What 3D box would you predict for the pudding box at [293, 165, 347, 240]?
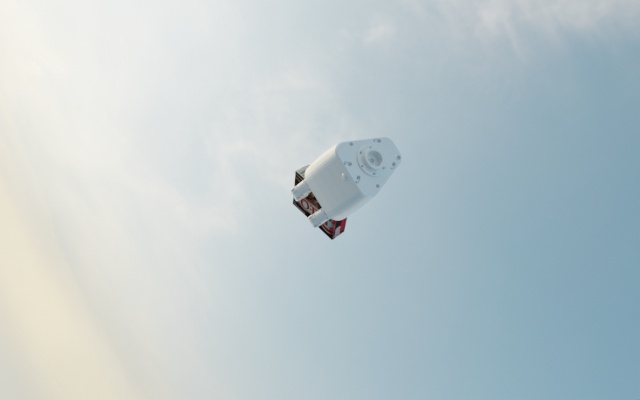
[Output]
[{"bbox_3d":[0.000,0.003,0.853,0.039,0.090,0.113,-30,58,-30],"label":"pudding box"}]
